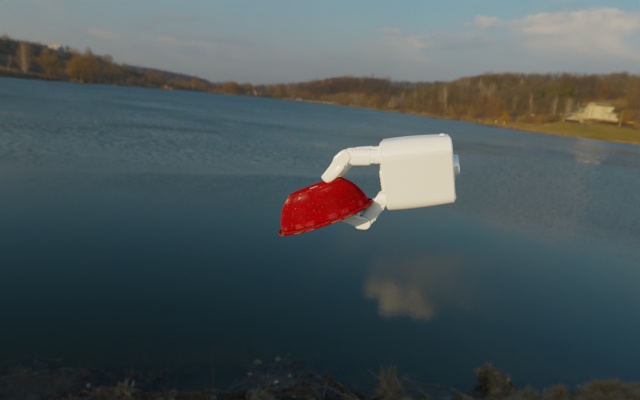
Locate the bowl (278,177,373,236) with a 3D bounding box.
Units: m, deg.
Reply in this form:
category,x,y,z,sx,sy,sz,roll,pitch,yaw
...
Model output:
category,x,y,z,sx,sy,sz,roll,pitch,yaw
bowl,-0.001,0.003,0.766,0.162,0.055,0.162,-20,6,2
